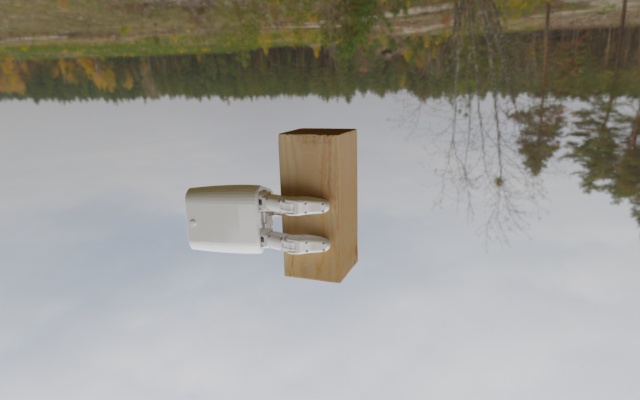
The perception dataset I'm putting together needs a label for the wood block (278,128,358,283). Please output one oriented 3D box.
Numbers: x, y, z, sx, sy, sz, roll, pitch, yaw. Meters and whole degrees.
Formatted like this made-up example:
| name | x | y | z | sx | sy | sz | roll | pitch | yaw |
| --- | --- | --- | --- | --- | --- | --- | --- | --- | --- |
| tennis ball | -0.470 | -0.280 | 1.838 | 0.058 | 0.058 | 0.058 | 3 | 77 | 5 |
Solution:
| name | x | y | z | sx | sy | sz | roll | pitch | yaw |
| --- | --- | --- | --- | --- | --- | --- | --- | --- | --- |
| wood block | 0.000 | 0.002 | 0.694 | 0.090 | 0.206 | 0.091 | 4 | 15 | 20 |
